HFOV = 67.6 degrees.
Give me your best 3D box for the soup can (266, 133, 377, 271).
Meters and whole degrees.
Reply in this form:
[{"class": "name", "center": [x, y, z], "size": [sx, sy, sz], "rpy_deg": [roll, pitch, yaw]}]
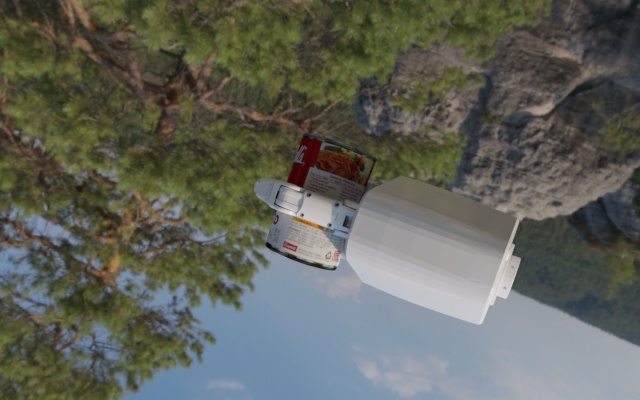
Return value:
[{"class": "soup can", "center": [-0.001, 0.001, 0.412], "size": [0.068, 0.102, 0.068], "rpy_deg": [19, 1, 0]}]
